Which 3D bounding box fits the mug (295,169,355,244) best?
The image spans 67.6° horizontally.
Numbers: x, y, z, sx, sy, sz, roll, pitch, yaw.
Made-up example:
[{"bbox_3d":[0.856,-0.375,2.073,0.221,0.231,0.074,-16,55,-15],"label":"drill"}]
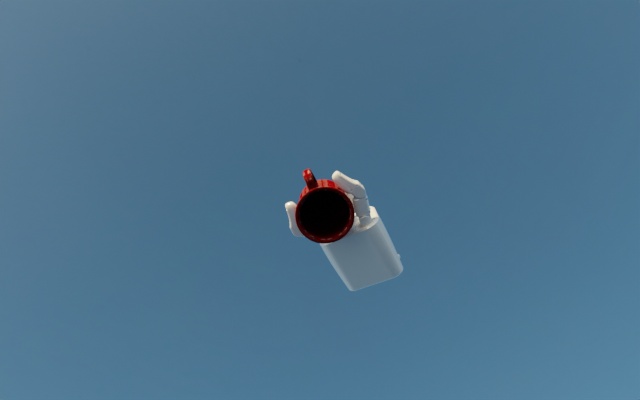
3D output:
[{"bbox_3d":[-0.001,0.001,0.774,0.093,0.117,0.081,-26,15,5],"label":"mug"}]
